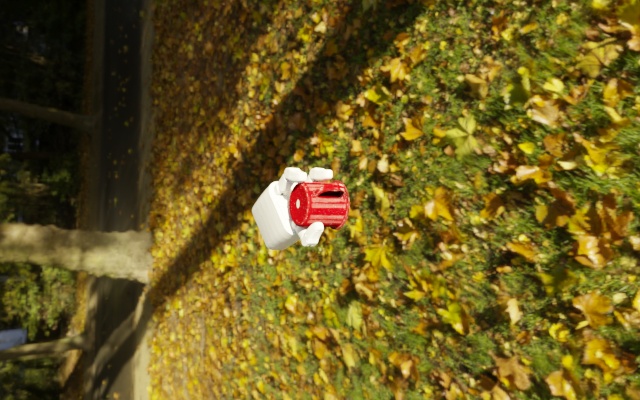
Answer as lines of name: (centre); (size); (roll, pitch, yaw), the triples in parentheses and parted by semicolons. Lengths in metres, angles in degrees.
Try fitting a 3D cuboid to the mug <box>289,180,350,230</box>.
mug: (0.001, 0.002, 0.865); (0.081, 0.093, 0.117); (1, -26, -30)
